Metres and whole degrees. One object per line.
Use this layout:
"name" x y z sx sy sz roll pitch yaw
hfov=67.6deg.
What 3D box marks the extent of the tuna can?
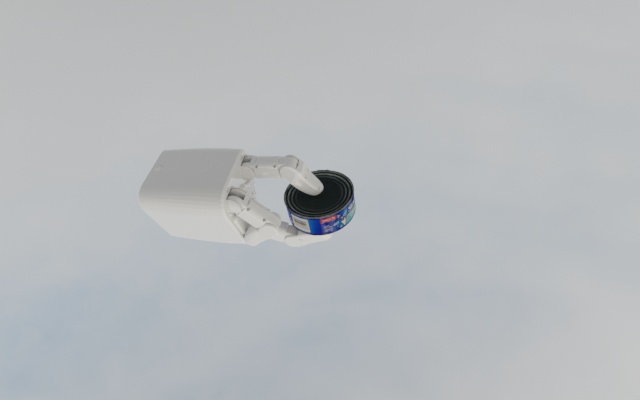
"tuna can" 0.000 0.002 0.585 0.086 0.034 0.086 -6 42 6
